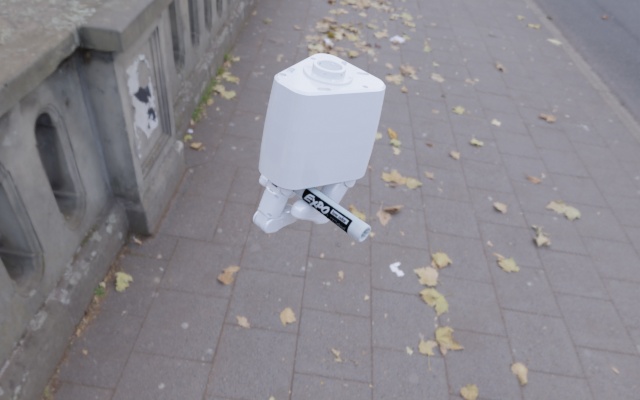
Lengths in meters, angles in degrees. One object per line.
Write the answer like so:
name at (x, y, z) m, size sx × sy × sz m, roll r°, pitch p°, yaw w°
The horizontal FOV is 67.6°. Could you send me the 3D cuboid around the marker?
marker at (0.000, 0.002, 0.491) m, size 0.121 × 0.020 × 0.020 m, roll 36°, pitch 19°, yaw 28°
